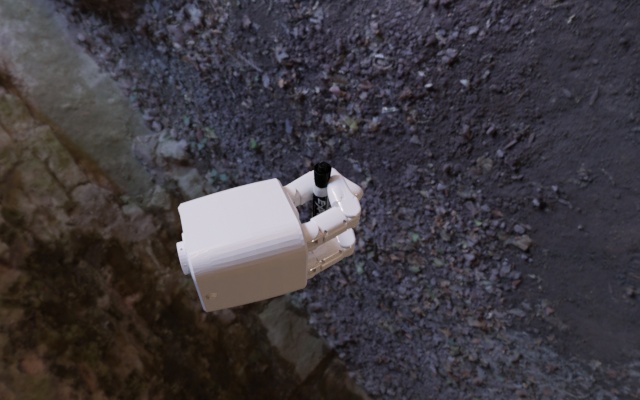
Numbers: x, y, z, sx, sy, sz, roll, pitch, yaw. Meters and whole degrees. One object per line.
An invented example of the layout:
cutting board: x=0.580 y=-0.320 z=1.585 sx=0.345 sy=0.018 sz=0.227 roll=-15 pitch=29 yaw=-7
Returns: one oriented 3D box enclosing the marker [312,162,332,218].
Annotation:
marker: x=0.000 y=0.002 z=0.526 sx=0.020 sy=0.020 sz=0.121 roll=0 pitch=-39 yaw=-3
